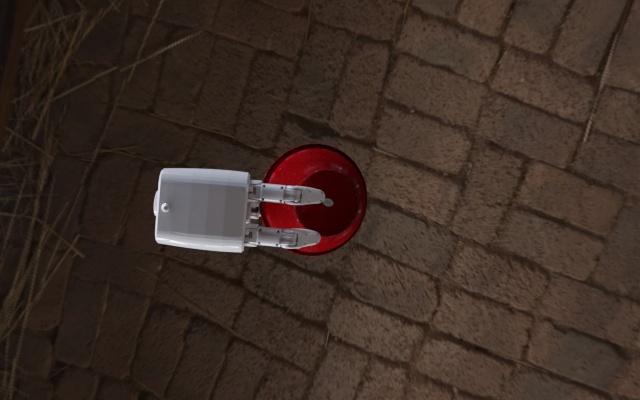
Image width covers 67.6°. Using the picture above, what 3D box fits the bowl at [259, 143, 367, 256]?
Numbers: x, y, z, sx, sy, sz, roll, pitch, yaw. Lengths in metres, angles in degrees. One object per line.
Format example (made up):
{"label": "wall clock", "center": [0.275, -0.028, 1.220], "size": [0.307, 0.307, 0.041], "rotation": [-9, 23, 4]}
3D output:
{"label": "bowl", "center": [0.002, 0.002, 0.656], "size": [0.162, 0.162, 0.055], "rotation": [0, 5, -19]}
